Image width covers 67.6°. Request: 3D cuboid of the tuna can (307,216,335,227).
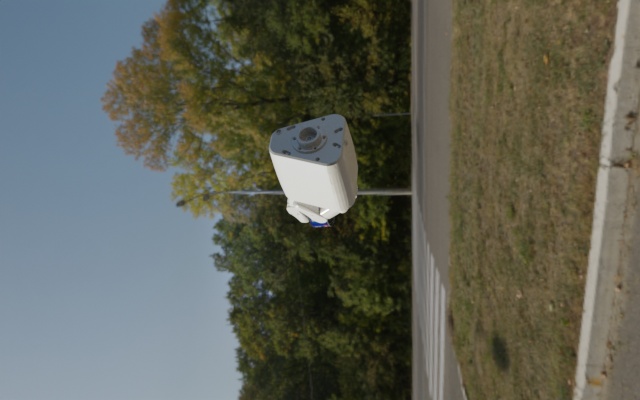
[{"bbox_3d":[0.000,0.003,0.808,0.034,0.086,0.086,-5,-1,13],"label":"tuna can"}]
